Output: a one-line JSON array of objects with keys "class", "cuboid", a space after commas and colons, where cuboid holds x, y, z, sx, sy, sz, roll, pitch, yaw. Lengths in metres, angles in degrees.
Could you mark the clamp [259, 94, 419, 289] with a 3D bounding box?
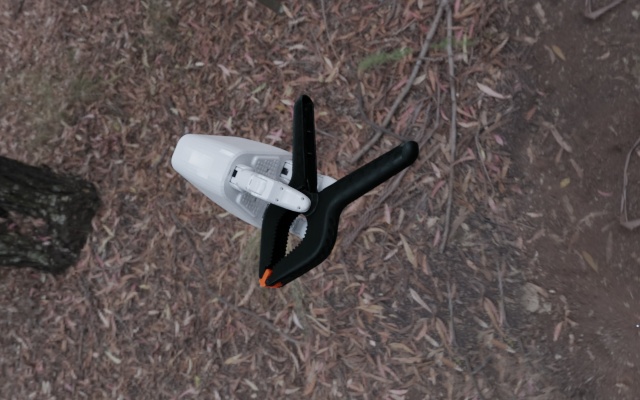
[{"class": "clamp", "cuboid": [-0.001, 0.002, 0.495, 0.164, 0.210, 0.036, 23, 1, 38]}]
